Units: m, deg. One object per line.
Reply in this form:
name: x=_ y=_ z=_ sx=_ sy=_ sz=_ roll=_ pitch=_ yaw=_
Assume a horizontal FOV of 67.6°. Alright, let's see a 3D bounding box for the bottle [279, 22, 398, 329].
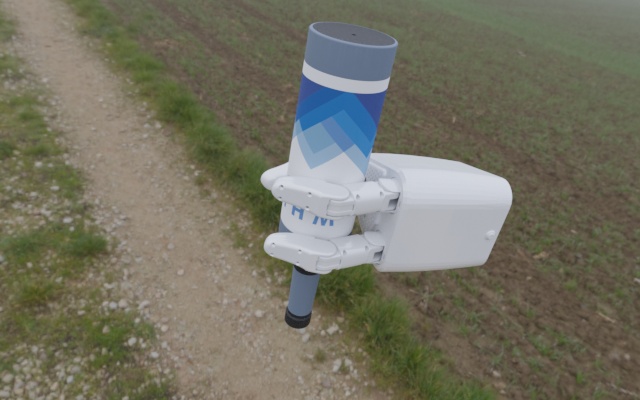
bottle: x=0.000 y=0.001 z=0.426 sx=0.069 sy=0.296 sz=0.069 roll=8 pitch=31 yaw=-5
